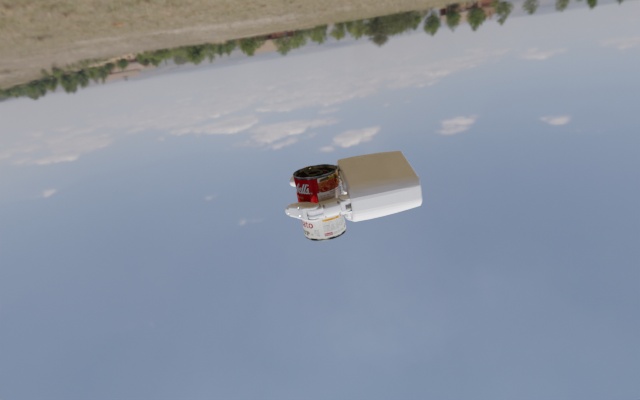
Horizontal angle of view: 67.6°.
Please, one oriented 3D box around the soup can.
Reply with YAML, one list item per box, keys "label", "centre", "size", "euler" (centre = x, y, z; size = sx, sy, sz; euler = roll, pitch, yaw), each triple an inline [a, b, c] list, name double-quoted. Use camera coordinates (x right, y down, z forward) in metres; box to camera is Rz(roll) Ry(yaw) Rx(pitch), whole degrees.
- label: "soup can"
  centre: [0.000, 0.003, 0.730]
  size: [0.068, 0.102, 0.068]
  euler: [-9, 18, 3]
